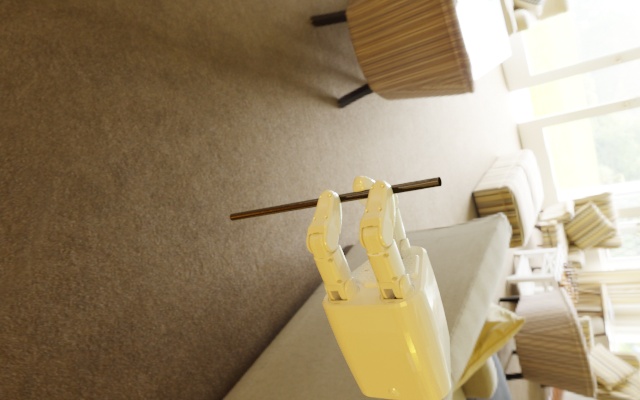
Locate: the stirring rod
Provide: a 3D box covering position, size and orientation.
[{"bbox_3d":[0.000,0.002,0.457,0.239,0.011,0.011,-10,-6,35],"label":"stirring rod"}]
